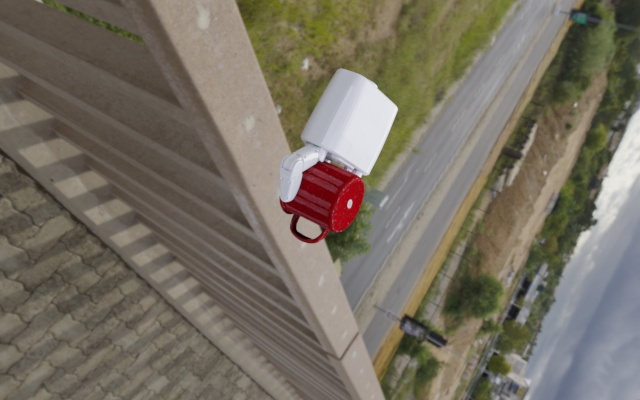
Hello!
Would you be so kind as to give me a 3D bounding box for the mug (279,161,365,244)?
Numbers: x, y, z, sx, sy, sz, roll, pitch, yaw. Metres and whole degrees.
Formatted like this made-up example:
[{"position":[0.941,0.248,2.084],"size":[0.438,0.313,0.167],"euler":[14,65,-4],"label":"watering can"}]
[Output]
[{"position":[0.000,0.003,0.639],"size":[0.081,0.117,0.093],"euler":[25,-1,27],"label":"mug"}]
